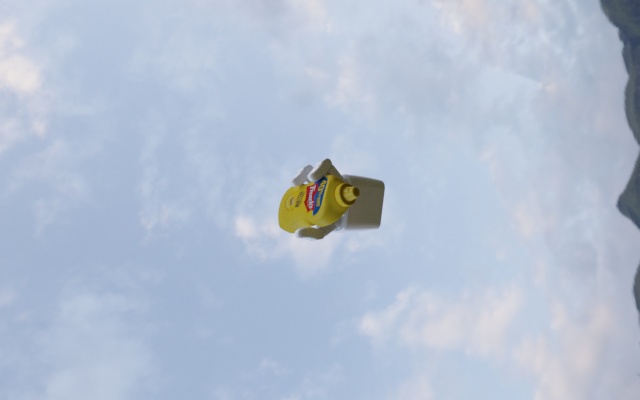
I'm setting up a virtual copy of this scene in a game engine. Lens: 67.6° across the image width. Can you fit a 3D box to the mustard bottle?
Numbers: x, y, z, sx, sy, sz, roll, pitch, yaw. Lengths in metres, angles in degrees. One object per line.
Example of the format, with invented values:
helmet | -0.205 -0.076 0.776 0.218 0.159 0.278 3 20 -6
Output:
mustard bottle | 0.000 0.003 0.883 0.058 0.096 0.191 32 -29 -32
